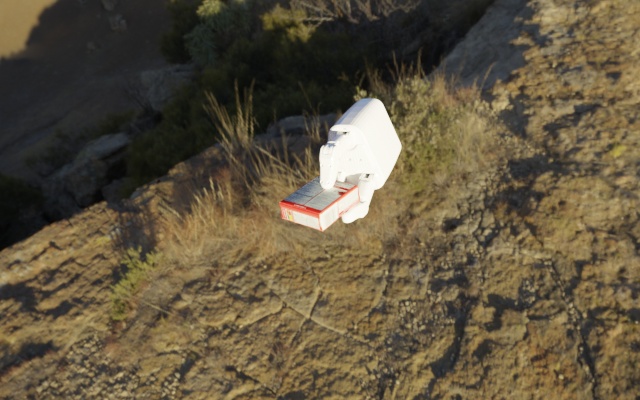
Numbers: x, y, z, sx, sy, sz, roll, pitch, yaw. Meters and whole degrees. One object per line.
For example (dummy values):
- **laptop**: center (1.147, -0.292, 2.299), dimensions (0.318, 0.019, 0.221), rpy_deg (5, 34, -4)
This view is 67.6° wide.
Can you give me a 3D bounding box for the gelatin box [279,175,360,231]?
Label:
- **gelatin box**: center (0.000, 0.002, 0.658), dimensions (0.073, 0.030, 0.089), rpy_deg (15, 37, 37)
